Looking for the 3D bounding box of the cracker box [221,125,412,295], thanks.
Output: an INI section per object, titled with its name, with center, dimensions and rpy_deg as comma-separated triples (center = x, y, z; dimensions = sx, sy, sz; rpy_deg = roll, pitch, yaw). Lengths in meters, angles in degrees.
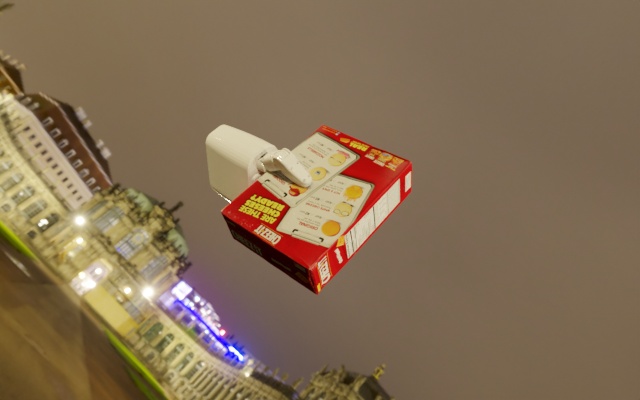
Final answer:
[cracker box]
center = 0.000, 0.002, 0.660
dimensions = 0.164, 0.072, 0.213
rpy_deg = 28, 59, 32
